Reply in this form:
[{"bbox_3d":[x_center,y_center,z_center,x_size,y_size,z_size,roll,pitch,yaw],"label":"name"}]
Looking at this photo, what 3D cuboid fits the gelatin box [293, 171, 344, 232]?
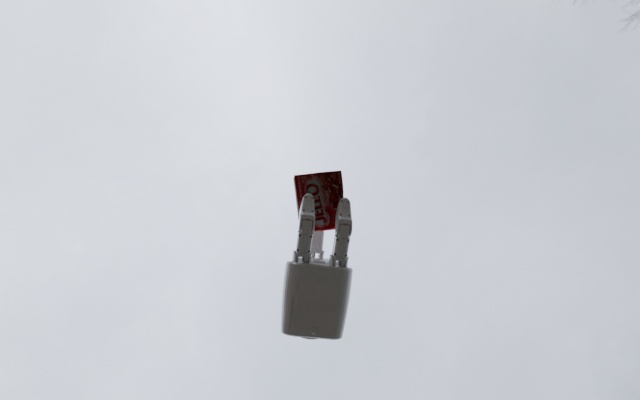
[{"bbox_3d":[0.000,0.002,0.728,0.073,0.089,0.030,-6,-5,-7],"label":"gelatin box"}]
